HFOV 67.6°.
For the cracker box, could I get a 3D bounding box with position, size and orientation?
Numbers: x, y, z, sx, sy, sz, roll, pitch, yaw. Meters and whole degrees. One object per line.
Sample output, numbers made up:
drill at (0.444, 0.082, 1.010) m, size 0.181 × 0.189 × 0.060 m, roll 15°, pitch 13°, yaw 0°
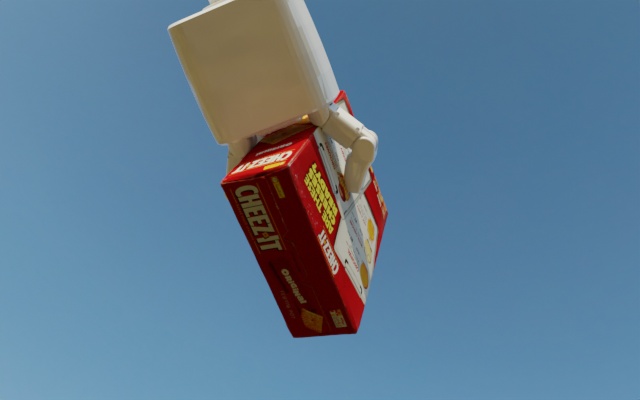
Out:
cracker box at (0.000, 0.001, 0.476) m, size 0.072 × 0.164 × 0.213 m, roll -13°, pitch 23°, yaw 22°
